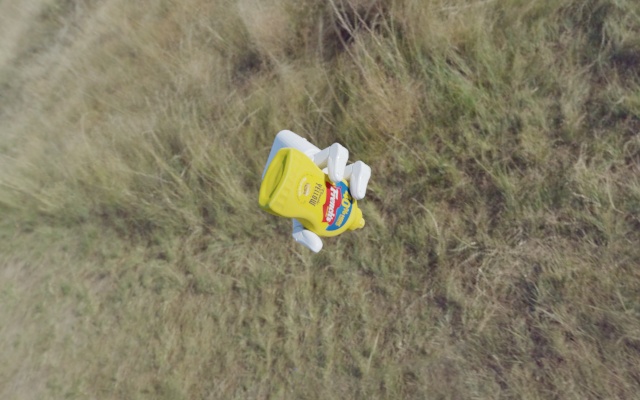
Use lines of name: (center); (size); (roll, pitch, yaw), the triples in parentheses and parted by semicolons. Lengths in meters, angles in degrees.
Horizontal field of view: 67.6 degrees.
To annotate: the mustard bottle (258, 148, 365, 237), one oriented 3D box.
mustard bottle: (0.000, 0.002, 0.722); (0.192, 0.096, 0.058); (29, -16, -39)
